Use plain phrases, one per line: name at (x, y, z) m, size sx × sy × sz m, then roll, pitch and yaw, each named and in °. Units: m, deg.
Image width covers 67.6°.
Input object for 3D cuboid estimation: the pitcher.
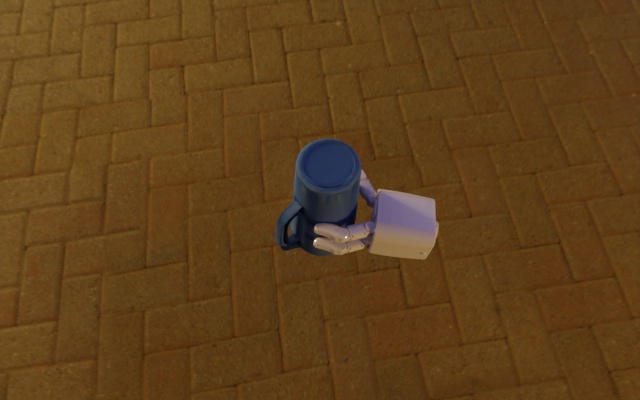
pitcher at (0.000, 0.003, 0.868) m, size 0.145 × 0.149 × 0.243 m, roll 11°, pitch -28°, yaw 4°
